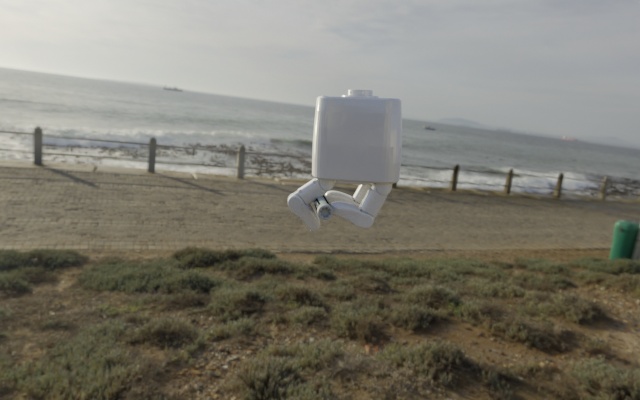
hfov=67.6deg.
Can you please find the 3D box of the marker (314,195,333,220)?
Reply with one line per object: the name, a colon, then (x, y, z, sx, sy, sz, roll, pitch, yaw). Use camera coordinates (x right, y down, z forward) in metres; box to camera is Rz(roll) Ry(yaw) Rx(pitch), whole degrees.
marker: (0.000, 0.002, 0.640, 0.020, 0.020, 0.121, 0, 12, -6)
